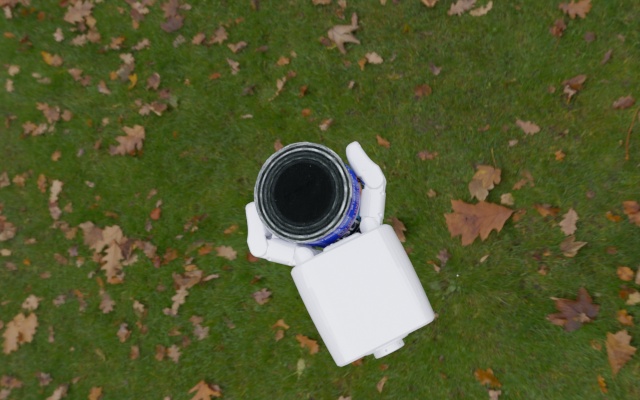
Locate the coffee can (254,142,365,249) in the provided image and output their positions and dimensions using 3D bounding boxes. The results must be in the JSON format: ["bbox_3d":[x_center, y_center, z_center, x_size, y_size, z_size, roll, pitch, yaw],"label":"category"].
[{"bbox_3d":[0.000,0.002,0.538,0.103,0.103,0.140,0,-8,16],"label":"coffee can"}]
